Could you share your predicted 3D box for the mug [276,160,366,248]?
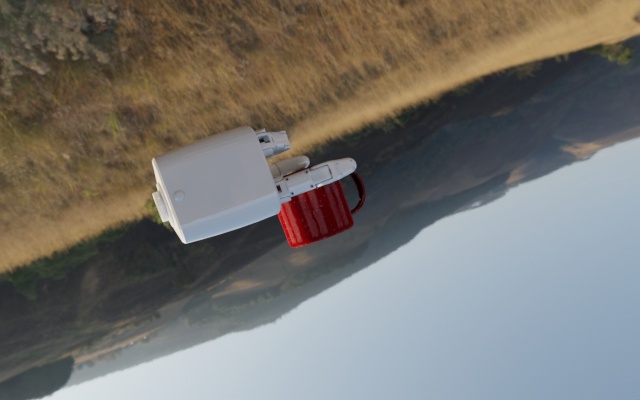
[{"bbox_3d":[0.001,0.002,0.570,0.117,0.081,0.093,-20,0,-20],"label":"mug"}]
